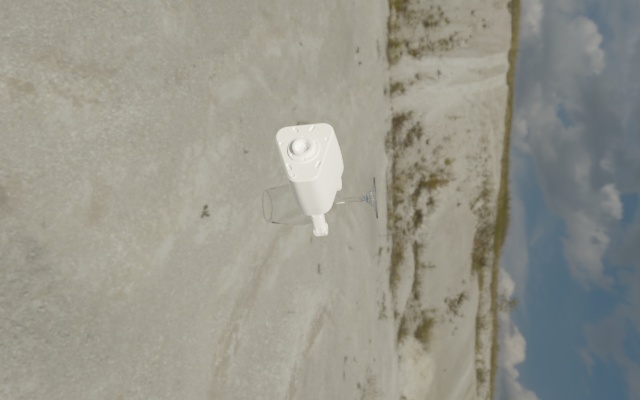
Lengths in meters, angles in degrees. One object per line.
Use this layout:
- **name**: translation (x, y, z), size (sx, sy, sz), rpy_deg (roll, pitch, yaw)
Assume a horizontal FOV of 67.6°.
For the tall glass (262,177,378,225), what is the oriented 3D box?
- **tall glass**: translation (0.001, 0.003, 0.857), size (0.201, 0.079, 0.079), rpy_deg (-5, -1, 8)
